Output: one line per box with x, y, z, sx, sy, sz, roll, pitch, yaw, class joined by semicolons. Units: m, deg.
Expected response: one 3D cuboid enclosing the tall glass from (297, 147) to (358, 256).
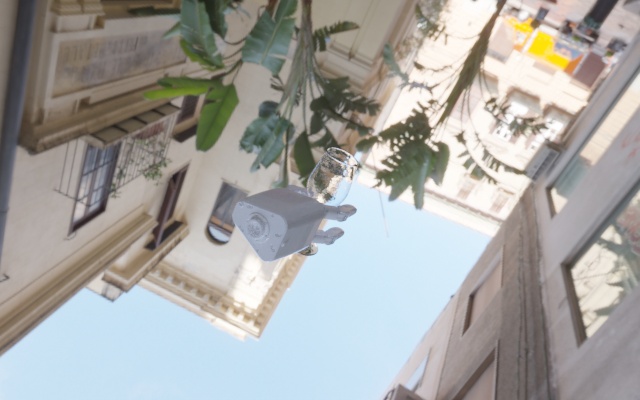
0.000;0.003;0.882;0.079;0.201;0.079;21;26;-11;tall glass
